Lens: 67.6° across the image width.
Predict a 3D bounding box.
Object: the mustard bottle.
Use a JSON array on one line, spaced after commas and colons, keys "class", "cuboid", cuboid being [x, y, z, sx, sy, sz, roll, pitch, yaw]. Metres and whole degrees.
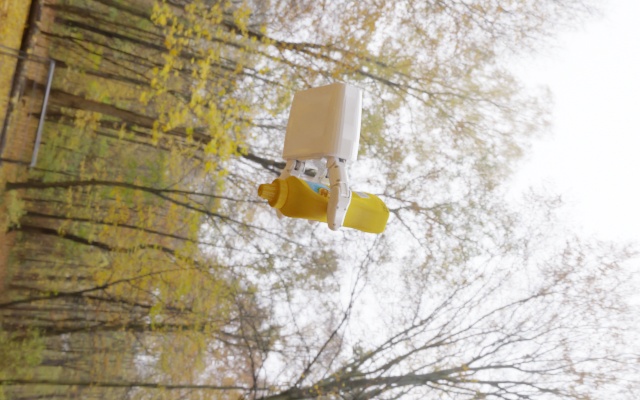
[{"class": "mustard bottle", "cuboid": [0.000, 0.003, 0.691, 0.191, 0.058, 0.096, 12, 15, -29]}]
